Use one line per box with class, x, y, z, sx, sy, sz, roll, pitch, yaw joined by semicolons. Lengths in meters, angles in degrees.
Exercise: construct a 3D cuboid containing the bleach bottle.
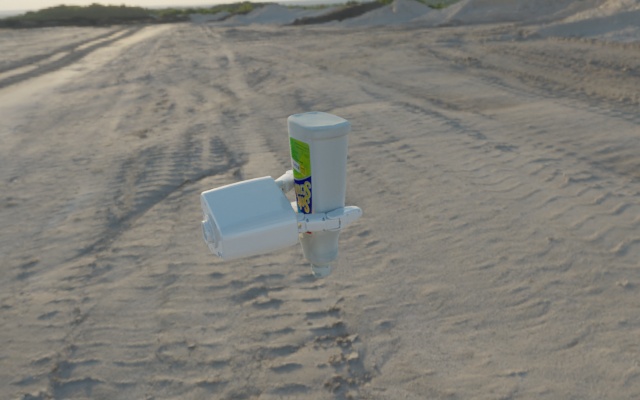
bleach bottle;0.000;0.002;0.706;0.068;0.251;0.102;-14;25;-25
